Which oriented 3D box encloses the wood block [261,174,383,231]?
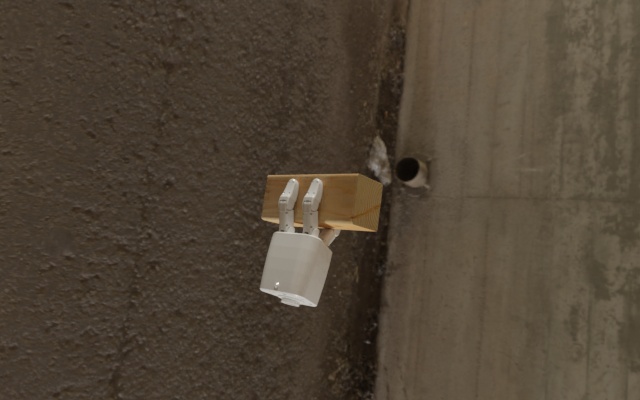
[{"bbox_3d":[0.000,0.003,0.891,0.206,0.090,0.091,2,-10,36],"label":"wood block"}]
